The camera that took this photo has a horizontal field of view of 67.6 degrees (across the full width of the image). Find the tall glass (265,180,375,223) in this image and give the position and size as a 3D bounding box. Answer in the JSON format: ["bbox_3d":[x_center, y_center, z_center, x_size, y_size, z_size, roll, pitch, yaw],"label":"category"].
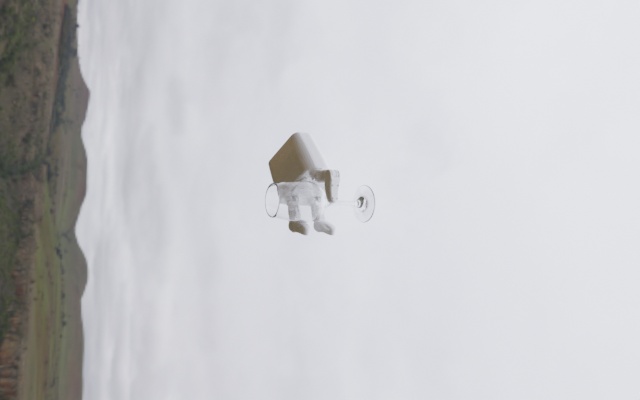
[{"bbox_3d":[0.001,0.003,0.892,0.201,0.079,0.079,2,-1,-31],"label":"tall glass"}]
